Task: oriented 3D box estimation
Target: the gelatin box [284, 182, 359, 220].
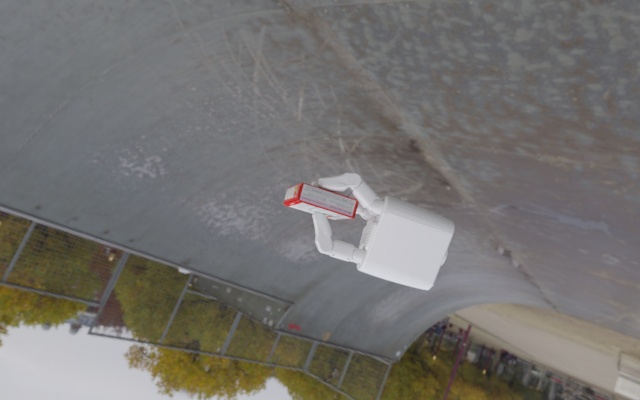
[{"bbox_3d":[0.000,0.003,0.685,0.089,0.030,0.073,17,-9,-17],"label":"gelatin box"}]
